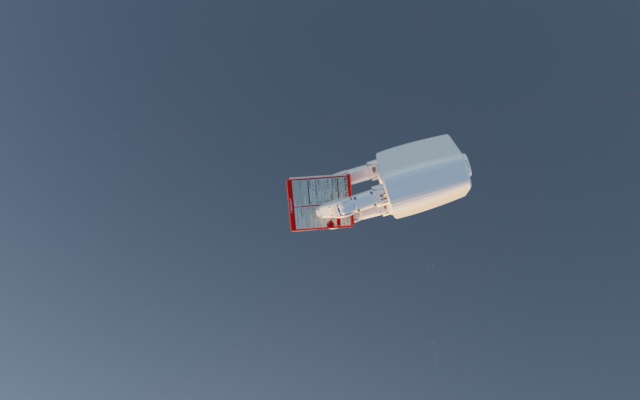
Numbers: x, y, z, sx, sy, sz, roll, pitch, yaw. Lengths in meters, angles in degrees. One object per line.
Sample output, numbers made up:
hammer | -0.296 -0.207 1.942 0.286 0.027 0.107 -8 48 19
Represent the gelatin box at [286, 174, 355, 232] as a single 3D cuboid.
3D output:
gelatin box | 0.000 0.002 0.664 0.089 0.073 0.030 -4 9 3
